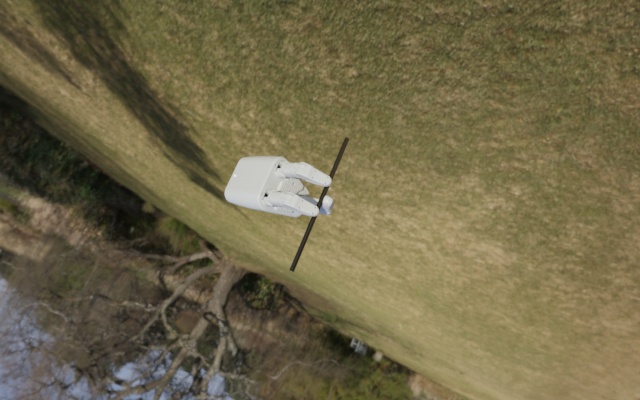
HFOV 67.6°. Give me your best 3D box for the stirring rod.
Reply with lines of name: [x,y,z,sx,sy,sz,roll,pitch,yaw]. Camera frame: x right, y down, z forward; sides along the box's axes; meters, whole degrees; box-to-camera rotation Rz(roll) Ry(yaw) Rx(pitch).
stirring rod: [0.000,0.002,0.774,0.011,0.239,0.011,21,-15,6]
